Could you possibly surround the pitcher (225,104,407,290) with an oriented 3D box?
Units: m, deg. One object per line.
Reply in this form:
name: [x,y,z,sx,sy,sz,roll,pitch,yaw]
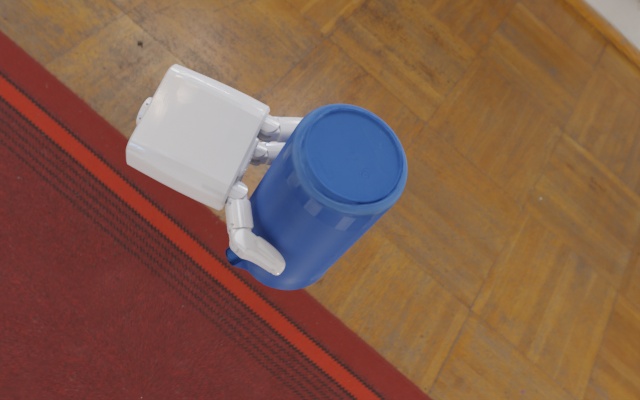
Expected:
pitcher: [0.000,0.002,0.510,0.145,0.149,0.243,25,-28,-8]
